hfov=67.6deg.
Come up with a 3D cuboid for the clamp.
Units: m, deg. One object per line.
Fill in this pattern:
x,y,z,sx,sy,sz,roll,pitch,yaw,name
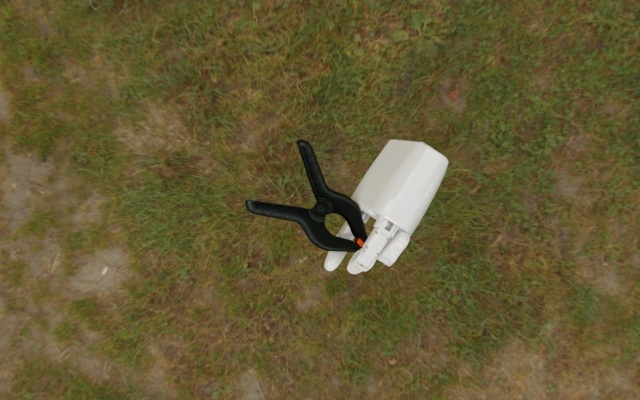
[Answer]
0.000,0.002,0.638,0.171,0.120,0.039,32,-1,-3,clamp
